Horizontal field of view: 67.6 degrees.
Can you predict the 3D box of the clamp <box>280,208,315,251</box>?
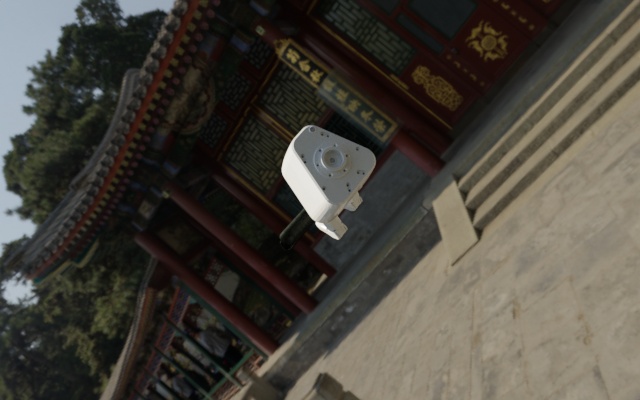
[{"bbox_3d":[0.000,0.002,0.788,0.036,0.210,0.164,40,-16,1],"label":"clamp"}]
